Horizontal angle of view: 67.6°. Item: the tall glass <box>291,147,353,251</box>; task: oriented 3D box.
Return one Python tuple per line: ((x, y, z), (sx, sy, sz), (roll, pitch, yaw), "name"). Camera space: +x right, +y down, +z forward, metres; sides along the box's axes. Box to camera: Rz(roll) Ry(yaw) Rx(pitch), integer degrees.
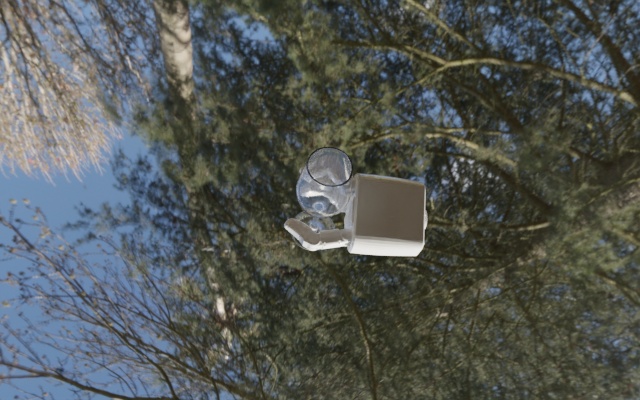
((0.000, 0.003, 0.704), (0.079, 0.079, 0.201), (0, -28, -8), "tall glass")
